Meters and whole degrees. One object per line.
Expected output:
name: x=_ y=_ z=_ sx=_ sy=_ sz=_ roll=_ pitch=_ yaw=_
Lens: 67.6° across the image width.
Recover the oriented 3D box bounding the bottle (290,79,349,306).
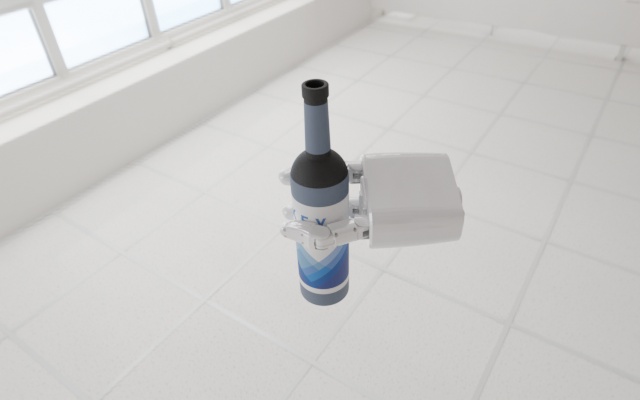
bottle: x=0.000 y=0.002 z=0.559 sx=0.069 sy=0.296 sz=0.069 roll=-2 pitch=38 yaw=1
